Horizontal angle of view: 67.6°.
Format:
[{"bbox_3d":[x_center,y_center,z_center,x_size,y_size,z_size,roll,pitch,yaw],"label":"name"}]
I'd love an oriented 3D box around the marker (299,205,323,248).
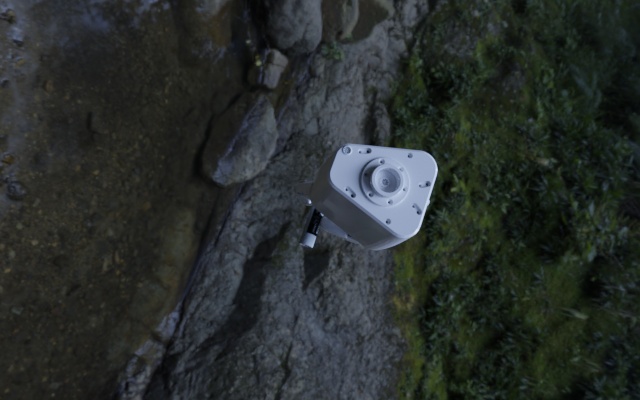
[{"bbox_3d":[0.000,0.002,0.623,0.020,0.121,0.020,18,-13,4],"label":"marker"}]
